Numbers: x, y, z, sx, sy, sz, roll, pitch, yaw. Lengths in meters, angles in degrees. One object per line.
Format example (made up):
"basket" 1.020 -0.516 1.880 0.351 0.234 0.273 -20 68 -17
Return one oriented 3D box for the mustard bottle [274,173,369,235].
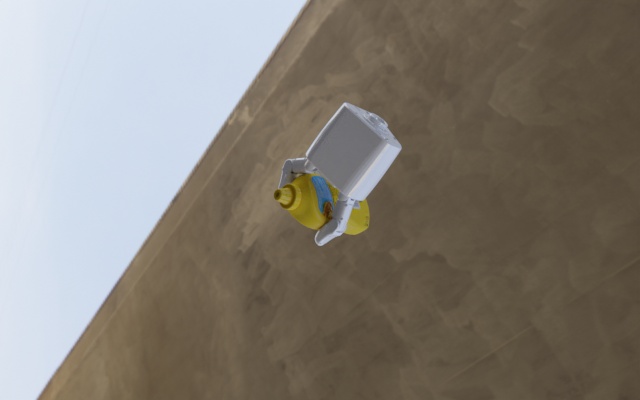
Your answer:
"mustard bottle" 0.000 0.003 0.795 0.058 0.096 0.191 -31 -27 36
